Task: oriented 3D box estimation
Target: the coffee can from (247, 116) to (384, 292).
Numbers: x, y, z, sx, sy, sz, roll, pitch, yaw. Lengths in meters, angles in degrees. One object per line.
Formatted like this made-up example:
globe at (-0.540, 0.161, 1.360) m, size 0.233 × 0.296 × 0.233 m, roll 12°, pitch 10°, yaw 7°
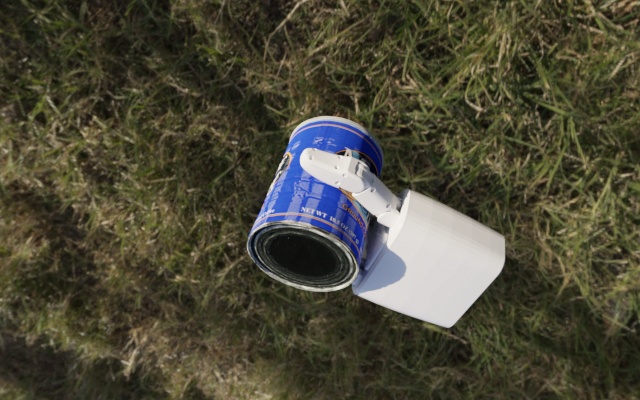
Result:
coffee can at (0.000, 0.001, 0.465) m, size 0.103 × 0.140 × 0.103 m, roll 11°, pitch -40°, yaw 9°
